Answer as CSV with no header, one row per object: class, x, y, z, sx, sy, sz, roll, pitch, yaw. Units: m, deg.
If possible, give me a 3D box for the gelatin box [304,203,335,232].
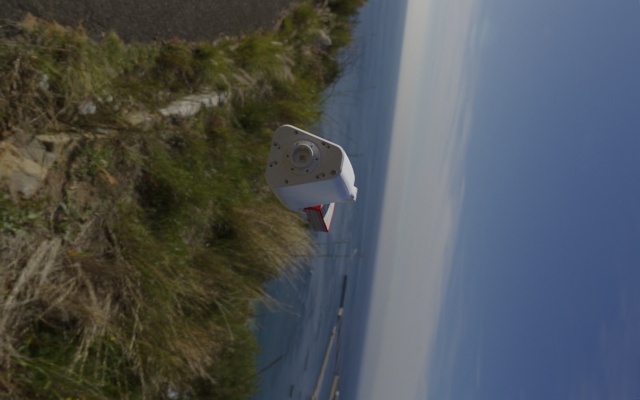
gelatin box,0.001,0.003,0.808,0.030,0.073,0.089,5,-27,15
